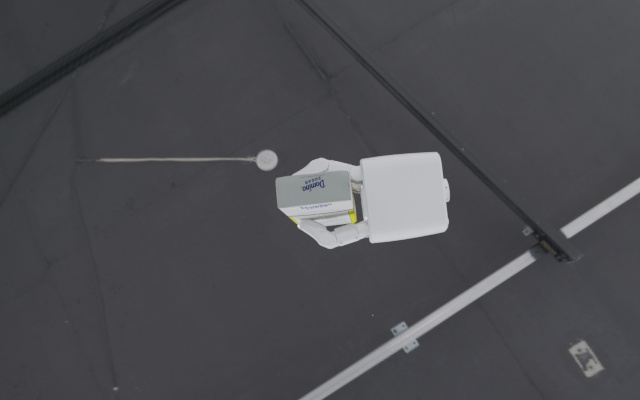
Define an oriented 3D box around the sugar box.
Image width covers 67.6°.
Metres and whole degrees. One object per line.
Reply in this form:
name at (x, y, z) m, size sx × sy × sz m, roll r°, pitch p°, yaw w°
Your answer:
sugar box at (0.000, 0.002, 0.664) m, size 0.093 × 0.048 × 0.176 m, roll -6°, pitch -14°, yaw 4°
